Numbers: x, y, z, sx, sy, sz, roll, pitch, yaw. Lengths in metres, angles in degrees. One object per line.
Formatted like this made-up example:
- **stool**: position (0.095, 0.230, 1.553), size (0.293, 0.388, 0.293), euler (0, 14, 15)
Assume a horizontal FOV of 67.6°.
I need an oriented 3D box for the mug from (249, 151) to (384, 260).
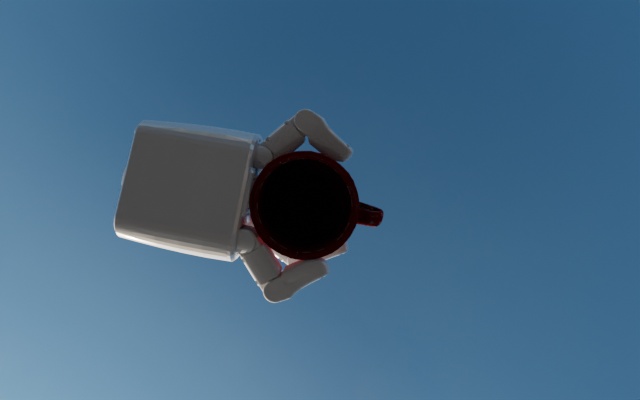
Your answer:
- **mug**: position (0.002, 0.002, 0.439), size (0.117, 0.093, 0.081), euler (10, 9, 1)
